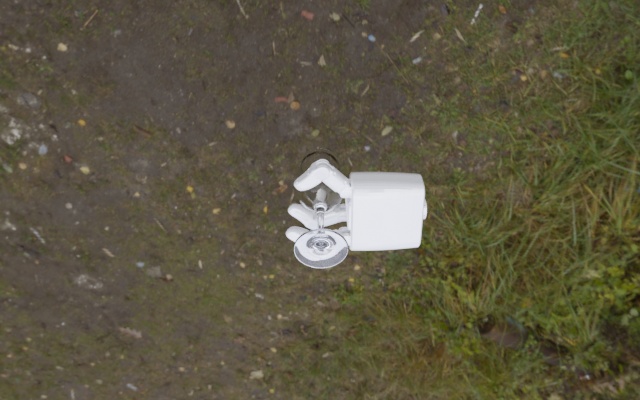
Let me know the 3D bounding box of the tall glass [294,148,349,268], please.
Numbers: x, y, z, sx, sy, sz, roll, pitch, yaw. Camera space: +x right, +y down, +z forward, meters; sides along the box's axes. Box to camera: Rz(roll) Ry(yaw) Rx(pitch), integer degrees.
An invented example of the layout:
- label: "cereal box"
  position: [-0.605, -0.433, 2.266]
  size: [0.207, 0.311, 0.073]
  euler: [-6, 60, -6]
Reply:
- label: "tall glass"
  position: [0.000, 0.003, 0.716]
  size: [0.079, 0.079, 0.200]
  euler: [0, 40, -1]
